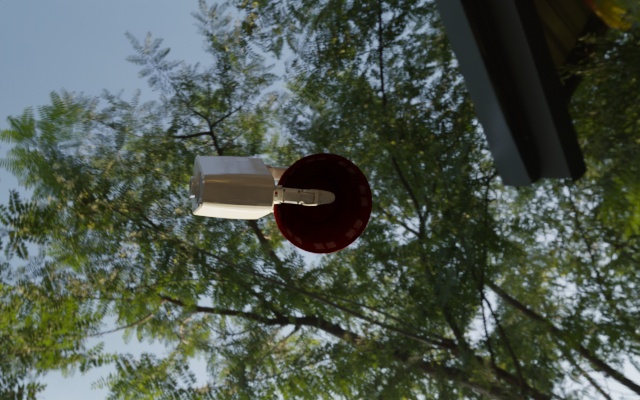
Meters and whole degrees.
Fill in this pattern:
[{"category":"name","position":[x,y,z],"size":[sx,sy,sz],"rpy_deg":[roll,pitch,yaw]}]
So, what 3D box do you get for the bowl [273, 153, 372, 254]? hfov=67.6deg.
[{"category":"bowl","position":[0.001,0.003,0.780],"size":[0.162,0.162,0.055],"rpy_deg":[0,7,-11]}]
